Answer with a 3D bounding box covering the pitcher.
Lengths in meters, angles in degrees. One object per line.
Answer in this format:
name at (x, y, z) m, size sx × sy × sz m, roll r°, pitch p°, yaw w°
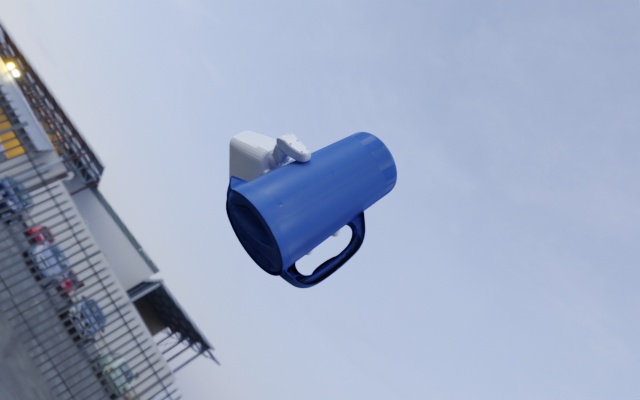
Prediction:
pitcher at (0.000, 0.002, 0.694) m, size 0.242 × 0.149 × 0.145 m, roll -31°, pitch 37°, yaw -28°
